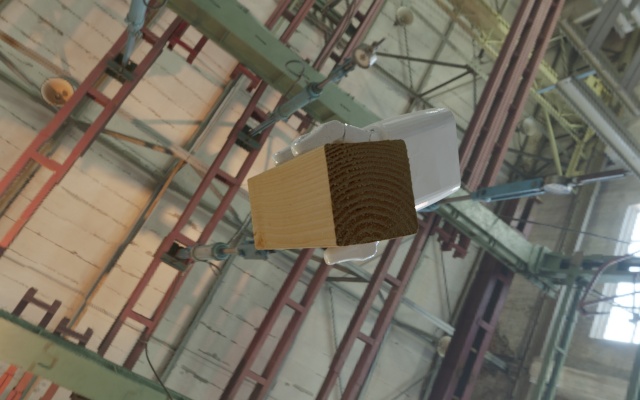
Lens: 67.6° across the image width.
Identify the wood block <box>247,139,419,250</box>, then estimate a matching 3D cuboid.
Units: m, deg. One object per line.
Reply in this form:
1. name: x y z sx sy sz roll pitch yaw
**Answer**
1. wood block: 0.000 0.002 0.511 0.090 0.091 0.206 -7 -3 -27
